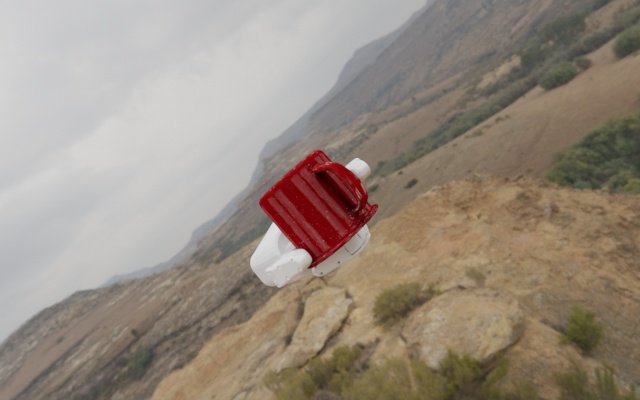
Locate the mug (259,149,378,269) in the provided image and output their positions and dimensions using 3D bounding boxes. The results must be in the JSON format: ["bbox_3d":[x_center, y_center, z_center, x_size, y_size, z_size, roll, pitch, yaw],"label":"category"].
[{"bbox_3d":[0.001,0.001,0.453,0.093,0.081,0.117,-43,3,-32],"label":"mug"}]
